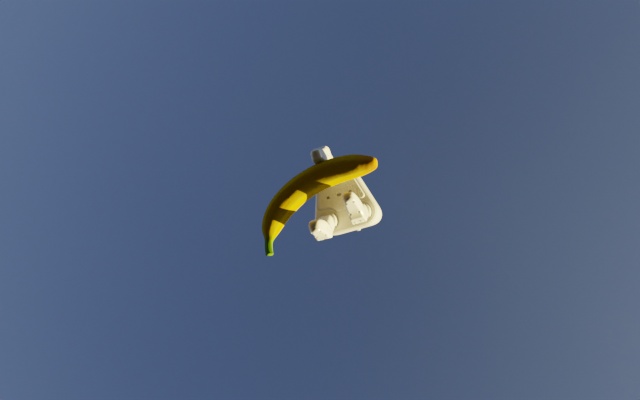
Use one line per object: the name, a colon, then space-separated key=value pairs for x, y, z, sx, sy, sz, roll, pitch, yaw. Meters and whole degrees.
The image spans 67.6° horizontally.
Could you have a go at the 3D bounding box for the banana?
banana: x=-0.014 y=-0.010 z=0.659 sx=0.198 sy=0.069 sz=0.037 roll=-41 pitch=-16 yaw=7
